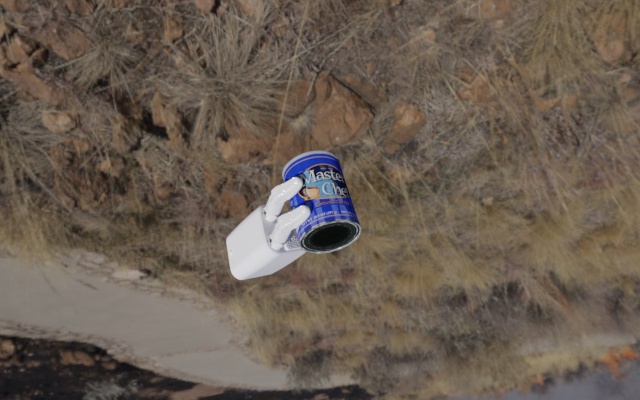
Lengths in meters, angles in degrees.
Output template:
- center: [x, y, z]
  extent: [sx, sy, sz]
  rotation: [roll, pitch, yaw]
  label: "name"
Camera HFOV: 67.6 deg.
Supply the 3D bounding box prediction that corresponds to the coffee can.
- center: [0.000, 0.002, 0.794]
  extent: [0.103, 0.140, 0.103]
  rotation: [-11, -32, -7]
  label: "coffee can"
